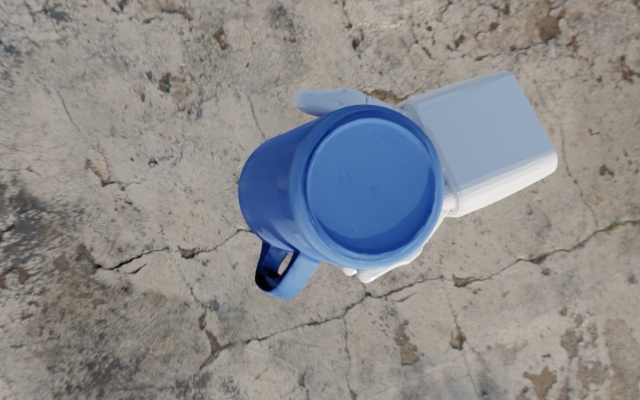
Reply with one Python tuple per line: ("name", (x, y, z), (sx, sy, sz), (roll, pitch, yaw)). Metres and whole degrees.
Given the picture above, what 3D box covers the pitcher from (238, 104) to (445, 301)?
("pitcher", (0.000, 0.001, 0.415), (0.145, 0.149, 0.243), (-19, 5, -13))
